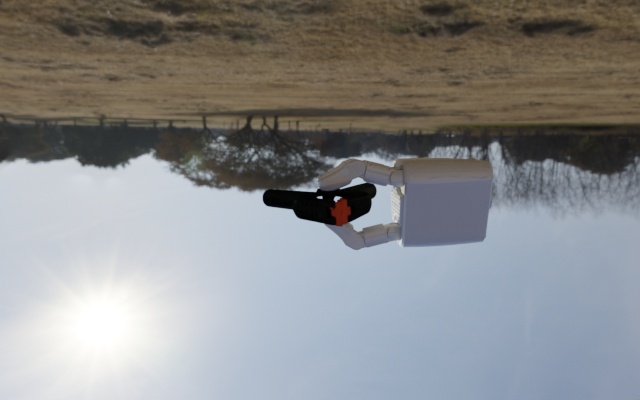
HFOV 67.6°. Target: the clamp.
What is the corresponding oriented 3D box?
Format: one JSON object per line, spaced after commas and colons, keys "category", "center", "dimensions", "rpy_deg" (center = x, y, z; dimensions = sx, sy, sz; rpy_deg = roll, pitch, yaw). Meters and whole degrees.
{"category": "clamp", "center": [0.000, 0.003, 0.604], "dimensions": [0.164, 0.036, 0.210], "rpy_deg": [-4, 7, 0]}
